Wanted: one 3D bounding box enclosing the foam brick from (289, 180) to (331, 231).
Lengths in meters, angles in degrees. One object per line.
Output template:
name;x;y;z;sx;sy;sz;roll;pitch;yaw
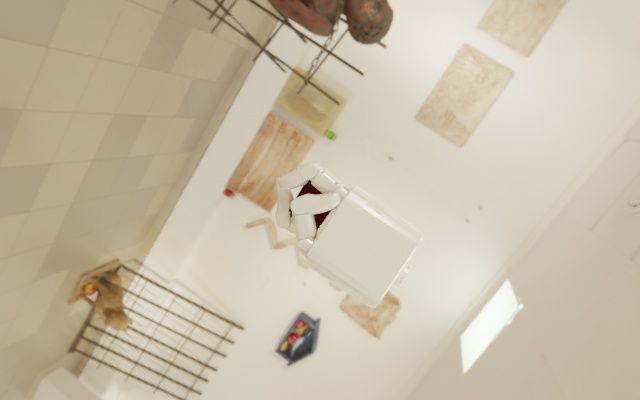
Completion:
foam brick;0.000;0.002;0.652;0.051;0.053;0.078;34;15;8
